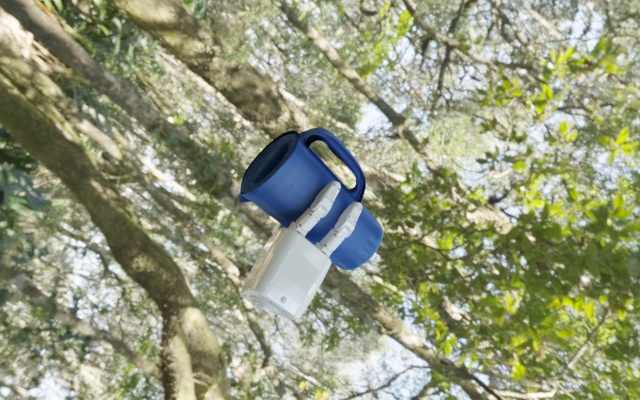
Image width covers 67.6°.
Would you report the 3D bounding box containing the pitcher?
[{"bbox_3d":[0.000,0.003,0.794,0.243,0.145,0.149,42,-27,-25],"label":"pitcher"}]
